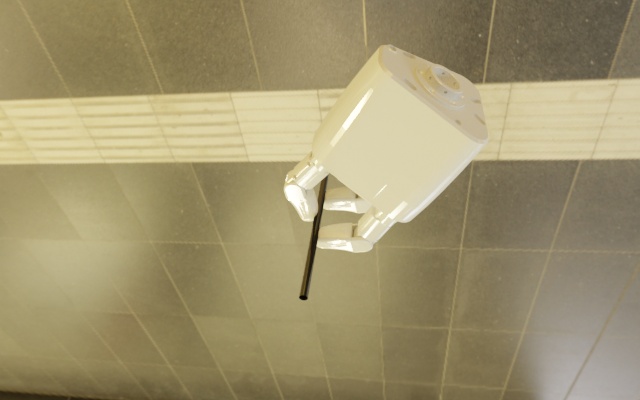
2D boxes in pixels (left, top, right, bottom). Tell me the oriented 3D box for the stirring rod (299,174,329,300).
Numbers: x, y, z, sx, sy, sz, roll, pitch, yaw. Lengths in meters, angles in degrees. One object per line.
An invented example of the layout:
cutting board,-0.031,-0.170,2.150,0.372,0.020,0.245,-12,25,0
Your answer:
stirring rod,0.000,0.002,0.504,0.011,0.011,0.239,0,44,10
